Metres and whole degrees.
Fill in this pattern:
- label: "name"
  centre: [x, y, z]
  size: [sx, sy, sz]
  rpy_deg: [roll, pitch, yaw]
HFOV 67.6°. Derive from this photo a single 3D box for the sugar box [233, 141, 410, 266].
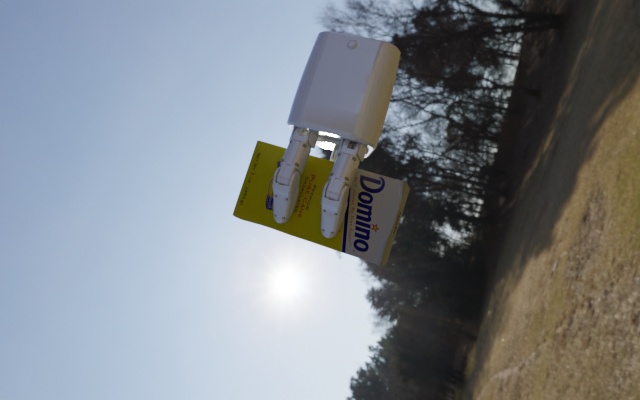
- label: "sugar box"
  centre: [0.000, 0.001, 0.528]
  size: [0.176, 0.093, 0.048]
  rpy_deg: [16, -3, 18]
